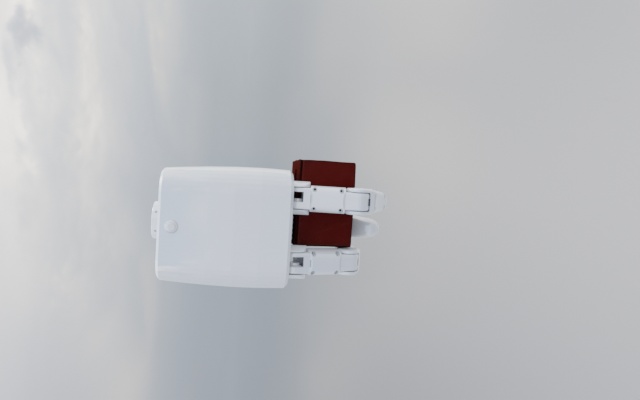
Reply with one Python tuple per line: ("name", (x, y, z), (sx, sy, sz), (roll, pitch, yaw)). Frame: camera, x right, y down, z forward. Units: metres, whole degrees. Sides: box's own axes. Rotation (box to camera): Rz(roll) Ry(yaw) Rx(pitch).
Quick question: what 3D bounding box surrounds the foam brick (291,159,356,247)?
("foam brick", (0.000, 0.001, 0.439), (0.051, 0.078, 0.053), (3, 2, -10))
